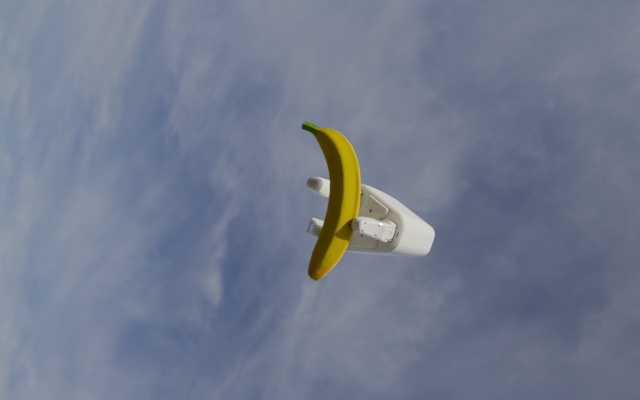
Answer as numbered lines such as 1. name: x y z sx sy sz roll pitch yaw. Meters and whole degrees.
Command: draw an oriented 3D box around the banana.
1. banana: 0.016 -0.004 0.577 0.069 0.197 0.037 -8 -13 29
